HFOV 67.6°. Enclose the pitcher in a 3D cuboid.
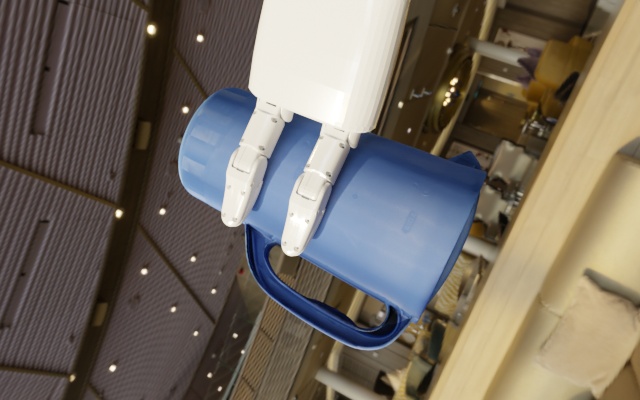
[{"bbox_3d":[0.000,0.001,0.408,0.243,0.145,0.149,24,31,15],"label":"pitcher"}]
